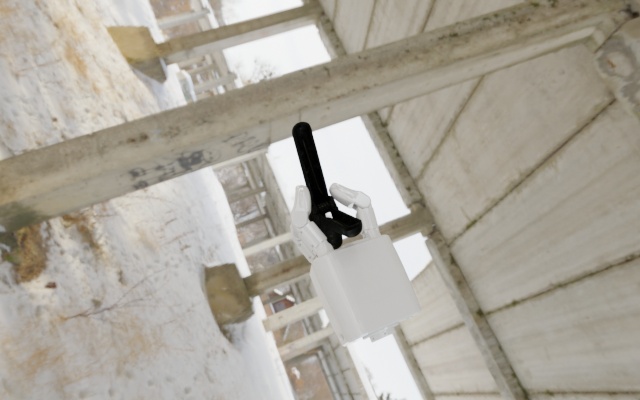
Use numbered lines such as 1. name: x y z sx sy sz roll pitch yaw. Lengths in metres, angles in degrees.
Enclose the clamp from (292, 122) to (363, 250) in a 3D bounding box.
1. clamp: 0.001 0.002 0.647 0.036 0.164 0.210 -20 -18 -12
